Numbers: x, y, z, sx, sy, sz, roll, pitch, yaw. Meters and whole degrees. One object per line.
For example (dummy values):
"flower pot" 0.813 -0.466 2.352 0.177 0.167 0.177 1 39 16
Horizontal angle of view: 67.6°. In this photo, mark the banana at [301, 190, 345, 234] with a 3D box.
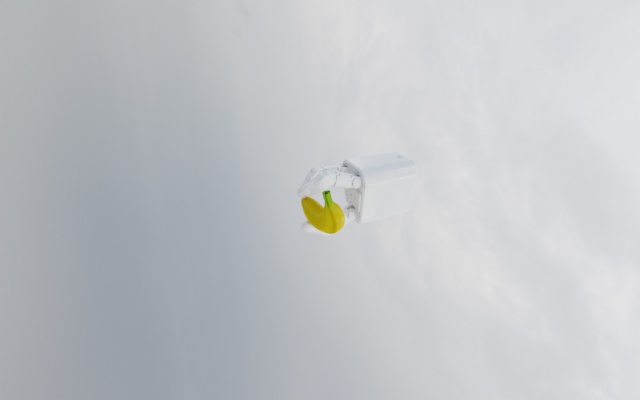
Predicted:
"banana" 0.005 0.021 0.776 0.037 0.069 0.198 -14 0 -14
